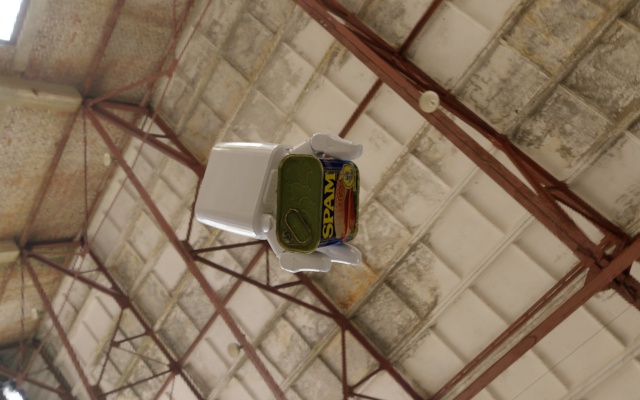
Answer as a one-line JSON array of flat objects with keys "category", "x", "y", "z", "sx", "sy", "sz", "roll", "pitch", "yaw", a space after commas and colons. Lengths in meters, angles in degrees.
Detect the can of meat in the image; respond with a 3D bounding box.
[{"category": "can of meat", "x": 0.000, "y": 0.002, "z": 0.524, "sx": 0.057, "sy": 0.102, "sz": 0.084, "roll": 5, "pitch": 5, "yaw": 34}]
